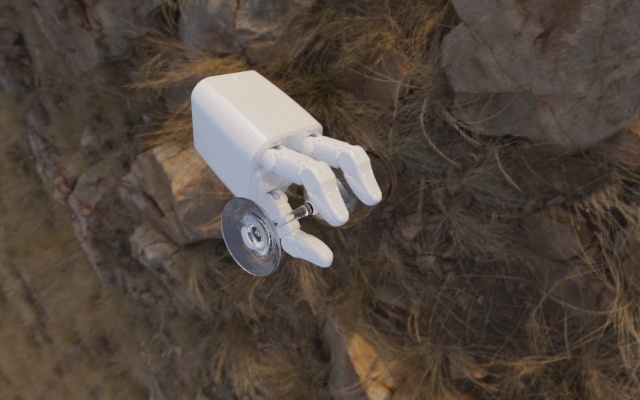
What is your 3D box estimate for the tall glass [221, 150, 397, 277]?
[{"bbox_3d":[0.000,0.002,0.487,0.079,0.079,0.201,0,18,42],"label":"tall glass"}]
